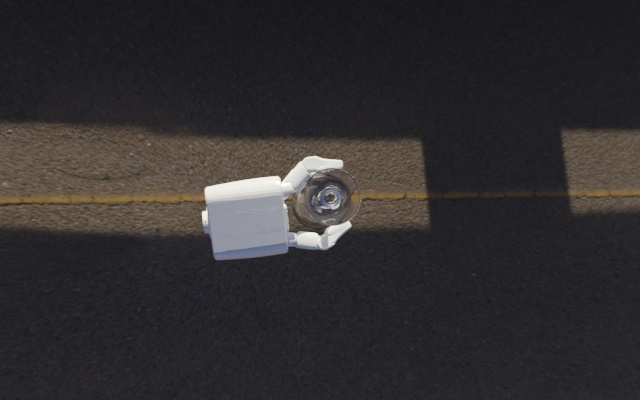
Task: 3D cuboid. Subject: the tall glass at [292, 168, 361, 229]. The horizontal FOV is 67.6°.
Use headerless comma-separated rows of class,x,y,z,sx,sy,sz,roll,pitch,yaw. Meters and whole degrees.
tall glass,0.000,0.002,0.702,0.079,0.079,0.201,0,-4,-8
